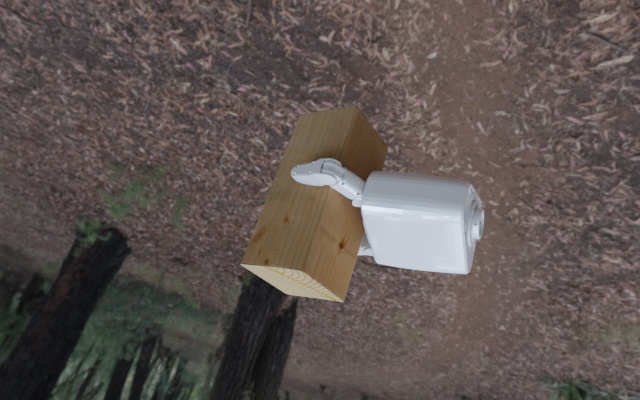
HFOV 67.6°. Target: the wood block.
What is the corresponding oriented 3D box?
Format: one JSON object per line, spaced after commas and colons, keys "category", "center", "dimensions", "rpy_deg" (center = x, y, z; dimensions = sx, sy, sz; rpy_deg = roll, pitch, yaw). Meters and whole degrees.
{"category": "wood block", "center": [0.000, 0.002, 0.563], "dimensions": [0.090, 0.206, 0.091], "rpy_deg": [0, -30, 37]}
